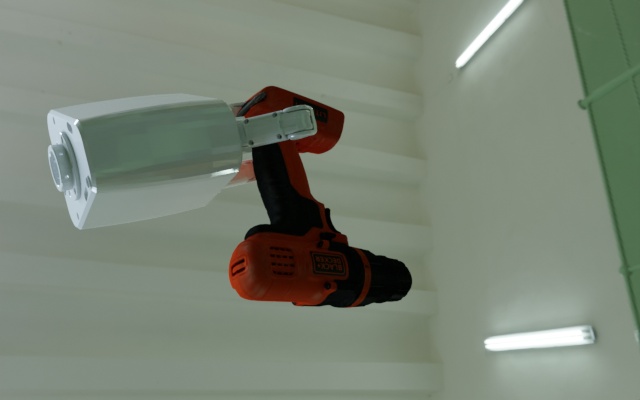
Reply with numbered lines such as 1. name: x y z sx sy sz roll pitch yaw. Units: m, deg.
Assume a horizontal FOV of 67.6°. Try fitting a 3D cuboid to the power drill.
1. power drill: 0.000 0.001 0.421 0.184 0.187 0.057 13 -35 -41
